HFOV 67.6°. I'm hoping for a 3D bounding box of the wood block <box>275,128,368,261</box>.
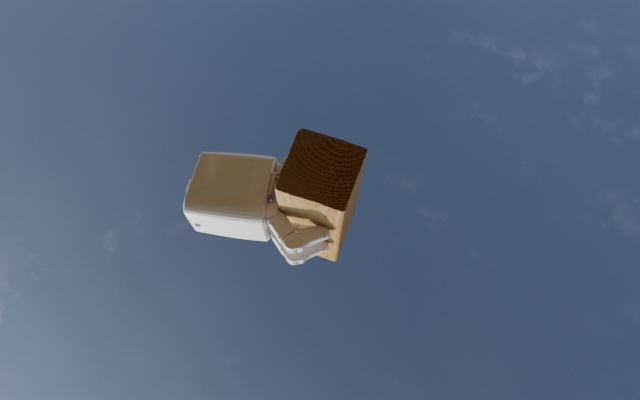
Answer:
[{"bbox_3d":[0.000,0.002,0.656,0.090,0.090,0.206,18,-22,6],"label":"wood block"}]
